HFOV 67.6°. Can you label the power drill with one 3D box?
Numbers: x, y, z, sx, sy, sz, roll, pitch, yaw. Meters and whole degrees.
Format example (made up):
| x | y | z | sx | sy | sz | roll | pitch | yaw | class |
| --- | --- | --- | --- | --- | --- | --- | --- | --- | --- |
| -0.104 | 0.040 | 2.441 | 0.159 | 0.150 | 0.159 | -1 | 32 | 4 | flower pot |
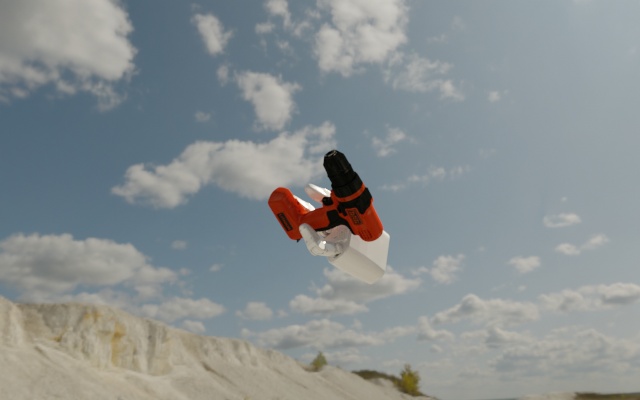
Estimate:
| x | y | z | sx | sy | sz | roll | pitch | yaw | class |
| --- | --- | --- | --- | --- | --- | --- | --- | --- | --- |
| 0.000 | 0.003 | 0.846 | 0.187 | 0.184 | 0.057 | -8 | 33 | 36 | power drill |
